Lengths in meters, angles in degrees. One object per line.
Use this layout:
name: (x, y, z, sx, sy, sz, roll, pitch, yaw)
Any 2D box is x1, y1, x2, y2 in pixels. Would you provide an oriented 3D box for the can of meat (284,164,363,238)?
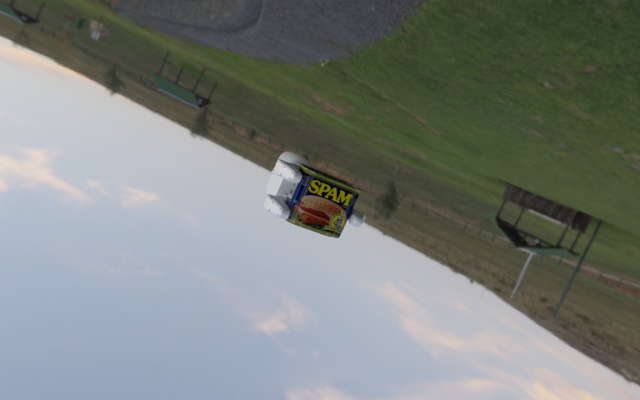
can of meat: (0.000, 0.003, 0.725, 0.102, 0.084, 0.057, 21, 9, -20)
